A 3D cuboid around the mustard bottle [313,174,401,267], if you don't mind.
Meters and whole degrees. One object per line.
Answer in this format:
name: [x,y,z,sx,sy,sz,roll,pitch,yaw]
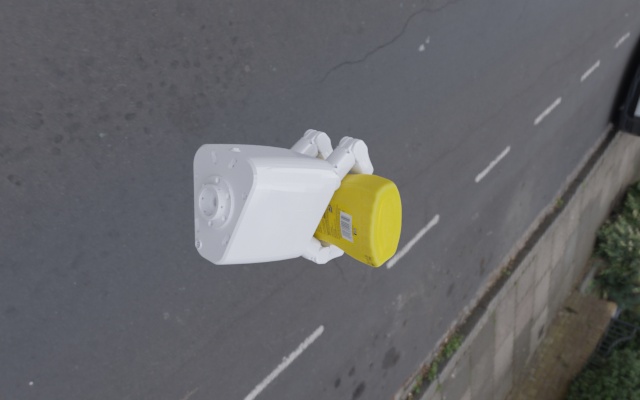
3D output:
mustard bottle: [0.001,0.002,0.554,0.191,0.096,0.058,20,38,38]
